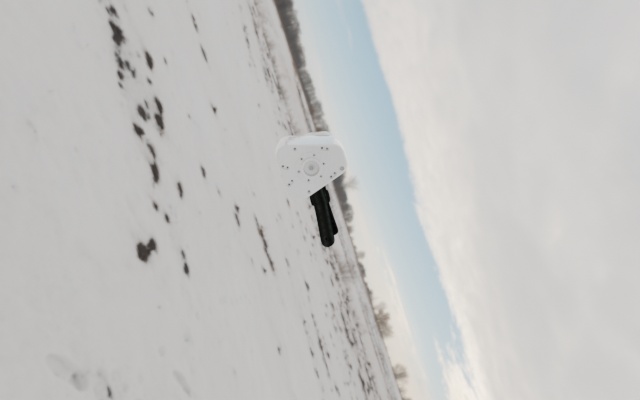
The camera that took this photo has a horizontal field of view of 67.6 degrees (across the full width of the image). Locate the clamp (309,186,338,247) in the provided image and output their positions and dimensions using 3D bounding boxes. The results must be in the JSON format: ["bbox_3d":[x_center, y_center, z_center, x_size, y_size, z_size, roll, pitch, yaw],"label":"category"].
[{"bbox_3d":[0.001,0.003,0.880,0.039,0.171,0.120,-18,14,2],"label":"clamp"}]
